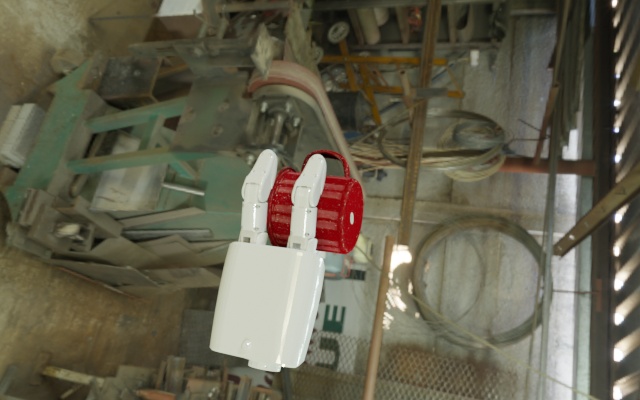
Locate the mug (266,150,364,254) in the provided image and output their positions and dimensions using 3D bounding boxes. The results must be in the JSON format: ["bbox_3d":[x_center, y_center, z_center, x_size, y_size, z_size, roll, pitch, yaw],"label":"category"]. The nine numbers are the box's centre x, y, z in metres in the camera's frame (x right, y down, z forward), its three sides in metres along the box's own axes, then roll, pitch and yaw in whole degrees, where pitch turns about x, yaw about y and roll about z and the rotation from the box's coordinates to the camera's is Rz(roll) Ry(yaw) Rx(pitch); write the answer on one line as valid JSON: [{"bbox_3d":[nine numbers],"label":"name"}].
[{"bbox_3d":[0.001,0.000,0.520,0.081,0.117,0.093,6,-14,20],"label":"mug"}]
